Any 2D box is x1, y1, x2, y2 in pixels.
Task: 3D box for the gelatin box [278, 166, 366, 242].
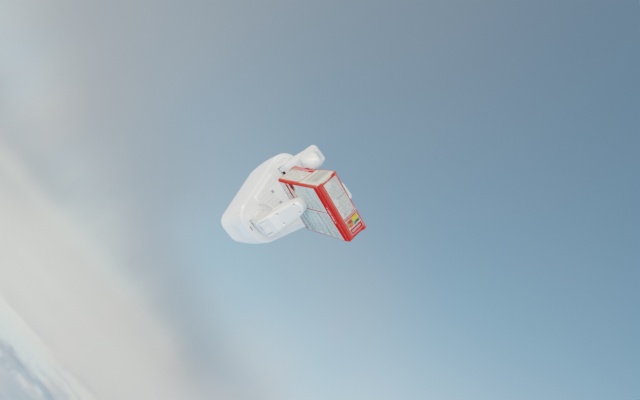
[{"bbox_3d":[0.000,0.002,0.515,0.030,0.073,0.089,-40,25,-21],"label":"gelatin box"}]
